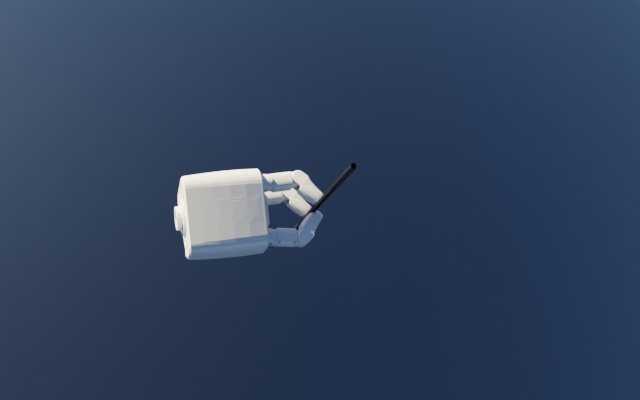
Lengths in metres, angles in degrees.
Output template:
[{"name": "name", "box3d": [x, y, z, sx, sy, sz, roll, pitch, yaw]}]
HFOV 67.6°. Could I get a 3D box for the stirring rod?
[{"name": "stirring rod", "box3d": [0.000, 0.002, 0.666, 0.011, 0.011, 0.240, 0, -21, -20]}]
